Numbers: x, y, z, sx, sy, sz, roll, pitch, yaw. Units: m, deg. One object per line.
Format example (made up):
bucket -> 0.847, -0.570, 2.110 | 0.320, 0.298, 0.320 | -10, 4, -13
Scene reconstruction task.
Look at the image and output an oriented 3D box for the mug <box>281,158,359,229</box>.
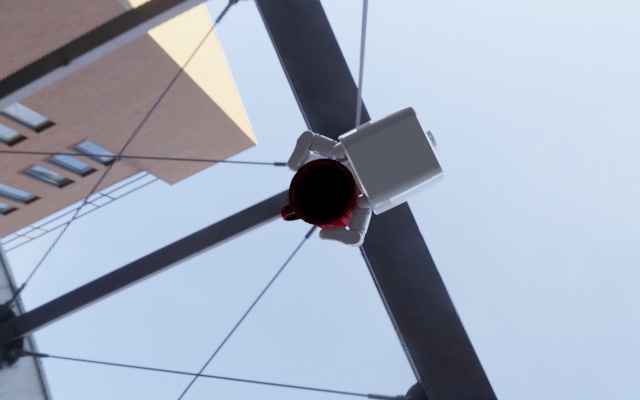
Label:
mug -> -0.001, 0.003, 0.674 | 0.117, 0.093, 0.081 | -26, -18, 7
